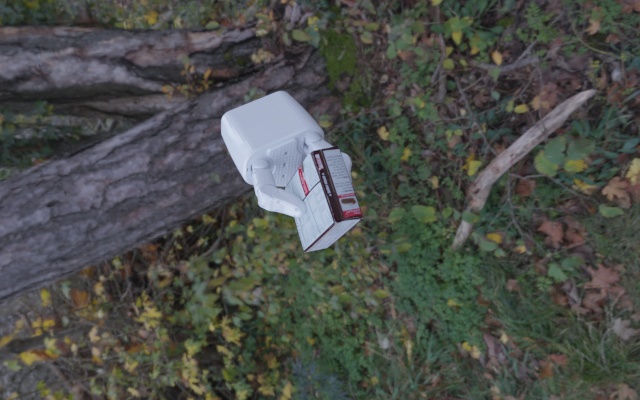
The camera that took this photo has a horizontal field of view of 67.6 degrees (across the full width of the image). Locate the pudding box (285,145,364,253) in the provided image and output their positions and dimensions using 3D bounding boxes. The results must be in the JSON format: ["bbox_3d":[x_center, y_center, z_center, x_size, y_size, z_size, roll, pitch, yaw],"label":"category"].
[{"bbox_3d":[0.000,0.002,0.558,0.039,0.090,0.113,-12,-17,-23],"label":"pudding box"}]
